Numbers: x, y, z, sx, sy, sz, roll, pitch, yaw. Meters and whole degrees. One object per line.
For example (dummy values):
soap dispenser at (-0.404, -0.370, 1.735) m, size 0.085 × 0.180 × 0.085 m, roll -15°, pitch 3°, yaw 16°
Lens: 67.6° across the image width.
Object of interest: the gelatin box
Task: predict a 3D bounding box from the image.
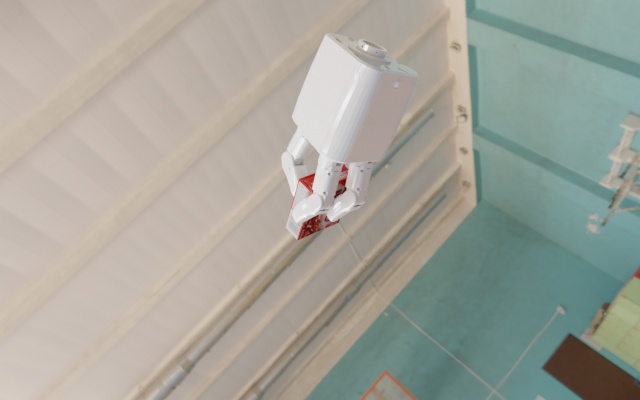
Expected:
gelatin box at (0.000, 0.002, 0.605) m, size 0.073 × 0.089 × 0.030 m, roll -21°, pitch 54°, yaw -37°
